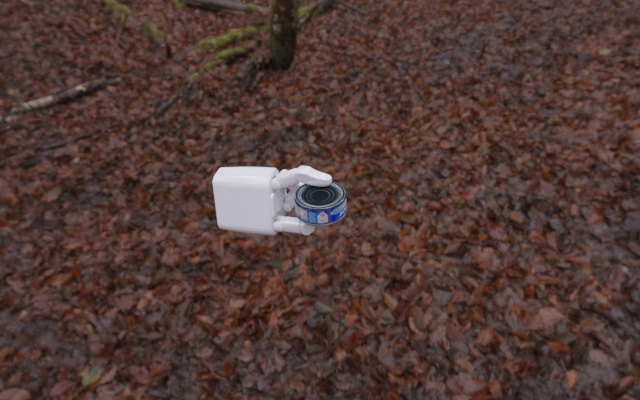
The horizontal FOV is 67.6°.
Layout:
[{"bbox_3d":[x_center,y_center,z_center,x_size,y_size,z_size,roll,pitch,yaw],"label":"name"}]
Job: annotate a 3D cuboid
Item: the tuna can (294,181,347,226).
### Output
[{"bbox_3d":[0.000,0.002,0.778,0.086,0.034,0.086,-2,35,2],"label":"tuna can"}]
